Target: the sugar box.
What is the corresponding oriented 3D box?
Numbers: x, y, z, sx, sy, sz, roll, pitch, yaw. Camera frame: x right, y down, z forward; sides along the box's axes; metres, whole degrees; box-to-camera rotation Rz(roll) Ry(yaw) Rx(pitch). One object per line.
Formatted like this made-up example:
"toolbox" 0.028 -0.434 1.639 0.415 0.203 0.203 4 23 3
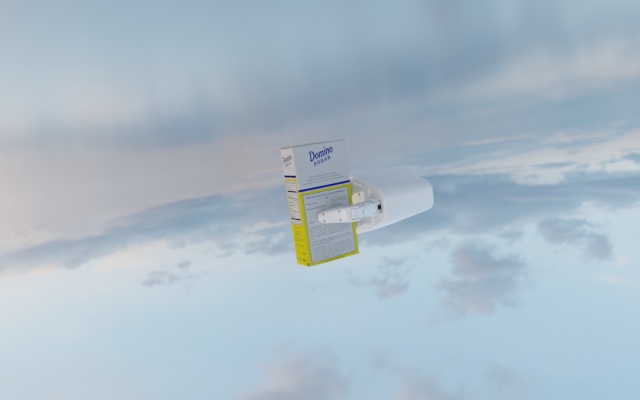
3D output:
"sugar box" 0.000 0.002 0.710 0.093 0.176 0.048 -12 7 -31
